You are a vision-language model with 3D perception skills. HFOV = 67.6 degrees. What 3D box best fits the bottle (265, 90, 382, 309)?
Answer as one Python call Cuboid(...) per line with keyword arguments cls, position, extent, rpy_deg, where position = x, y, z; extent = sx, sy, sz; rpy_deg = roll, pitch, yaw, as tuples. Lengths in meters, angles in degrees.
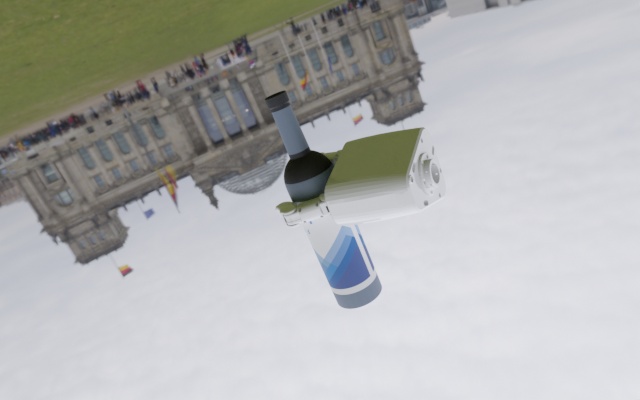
Cuboid(cls="bottle", position=(0.000, 0.002, 0.617), extent=(0.069, 0.296, 0.069), rpy_deg=(-20, 19, 7))
